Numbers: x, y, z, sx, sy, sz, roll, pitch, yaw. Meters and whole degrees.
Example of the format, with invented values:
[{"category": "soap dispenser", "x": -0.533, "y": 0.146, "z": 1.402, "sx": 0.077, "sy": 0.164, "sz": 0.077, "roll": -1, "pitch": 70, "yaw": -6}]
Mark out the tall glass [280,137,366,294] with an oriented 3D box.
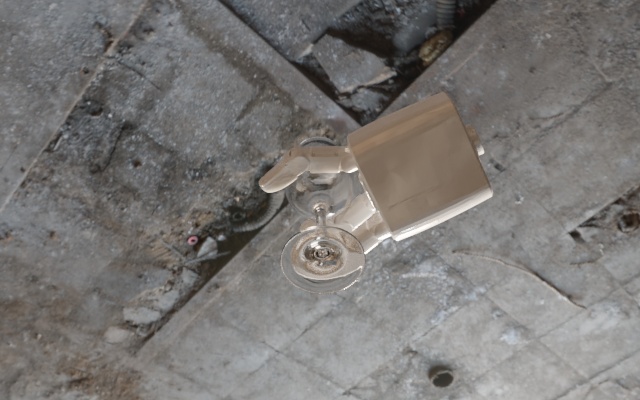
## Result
[{"category": "tall glass", "x": 0.000, "y": 0.002, "z": 0.498, "sx": 0.079, "sy": 0.079, "sz": 0.201, "roll": 0, "pitch": 31, "yaw": -2}]
